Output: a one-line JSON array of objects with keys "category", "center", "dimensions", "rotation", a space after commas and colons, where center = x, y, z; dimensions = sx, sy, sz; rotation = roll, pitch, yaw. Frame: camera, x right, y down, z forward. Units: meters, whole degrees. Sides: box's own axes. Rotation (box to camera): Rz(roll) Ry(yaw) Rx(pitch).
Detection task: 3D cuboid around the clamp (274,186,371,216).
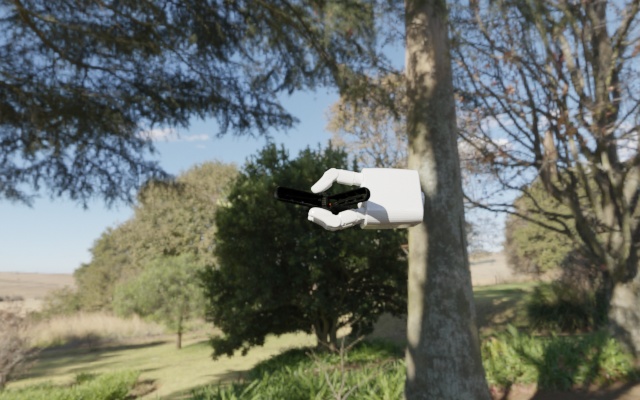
[{"category": "clamp", "center": [0.000, 0.002, 0.895], "dimensions": [0.164, 0.036, 0.210], "rotation": [3, -10, -1]}]
